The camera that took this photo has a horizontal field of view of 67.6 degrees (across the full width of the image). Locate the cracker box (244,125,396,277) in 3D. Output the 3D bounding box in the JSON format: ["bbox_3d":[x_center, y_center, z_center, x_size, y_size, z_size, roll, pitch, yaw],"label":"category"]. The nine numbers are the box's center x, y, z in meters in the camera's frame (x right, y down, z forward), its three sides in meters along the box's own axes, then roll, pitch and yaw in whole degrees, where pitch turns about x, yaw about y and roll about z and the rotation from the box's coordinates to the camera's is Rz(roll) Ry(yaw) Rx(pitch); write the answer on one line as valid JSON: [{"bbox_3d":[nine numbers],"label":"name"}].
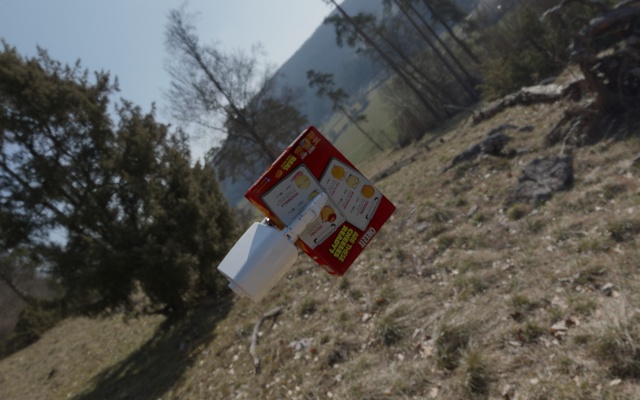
[{"bbox_3d":[0.000,0.003,0.842,0.214,0.164,0.072,43,-15,-9],"label":"cracker box"}]
